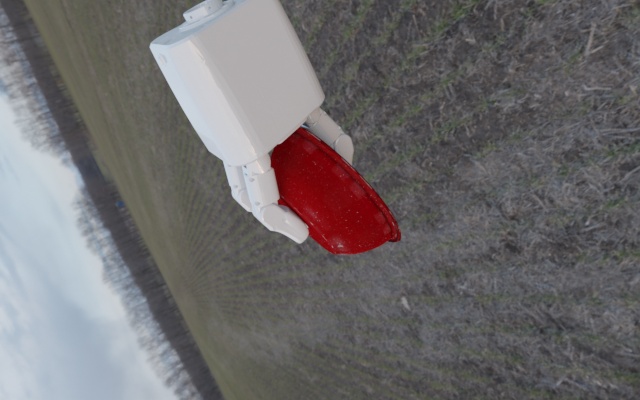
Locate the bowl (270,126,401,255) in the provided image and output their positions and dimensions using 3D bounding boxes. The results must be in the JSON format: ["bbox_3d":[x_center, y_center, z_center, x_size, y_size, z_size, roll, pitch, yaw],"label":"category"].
[{"bbox_3d":[0.001,0.003,0.464,0.162,0.055,0.162,43,-10,9],"label":"bowl"}]
